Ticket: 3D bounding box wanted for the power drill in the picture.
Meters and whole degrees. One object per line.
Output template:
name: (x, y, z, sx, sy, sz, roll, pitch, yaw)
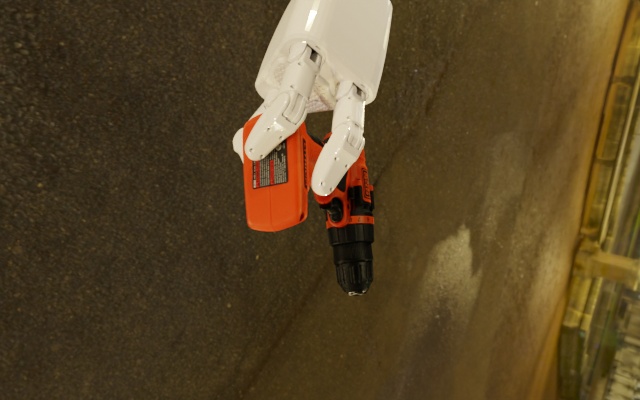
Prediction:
power drill: (0.000, 0.001, 0.467, 0.057, 0.184, 0.188, -12, -14, 24)
